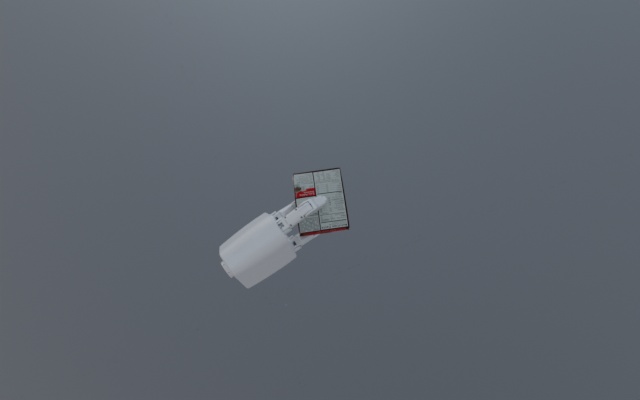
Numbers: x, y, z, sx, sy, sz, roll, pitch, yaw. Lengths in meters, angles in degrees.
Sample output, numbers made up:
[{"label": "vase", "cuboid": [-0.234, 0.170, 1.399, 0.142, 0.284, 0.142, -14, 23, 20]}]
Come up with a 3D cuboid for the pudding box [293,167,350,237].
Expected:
[{"label": "pudding box", "cuboid": [0.000, 0.003, 0.848, 0.090, 0.113, 0.039, -7, -10, -2]}]
